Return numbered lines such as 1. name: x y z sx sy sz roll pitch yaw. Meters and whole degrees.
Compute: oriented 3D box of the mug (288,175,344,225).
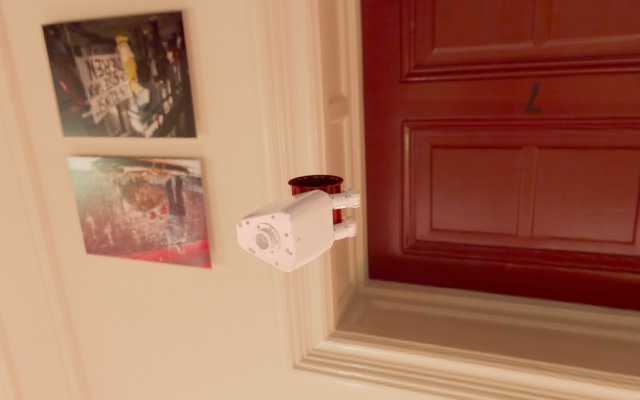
1. mug: 0.001 0.002 0.814 0.093 0.081 0.117 7 18 30
